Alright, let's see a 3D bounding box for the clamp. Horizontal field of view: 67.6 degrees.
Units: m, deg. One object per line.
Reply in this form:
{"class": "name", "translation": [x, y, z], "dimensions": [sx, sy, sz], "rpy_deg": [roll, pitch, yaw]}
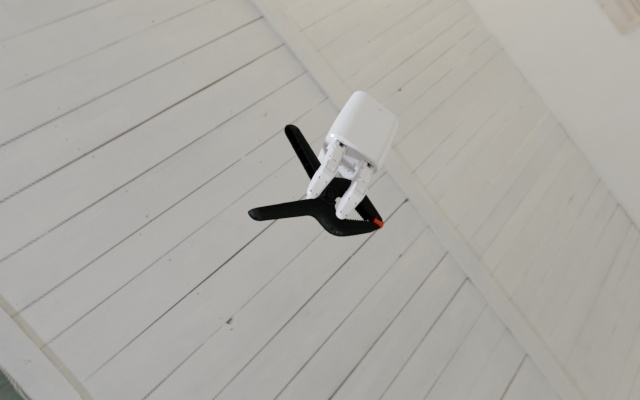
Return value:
{"class": "clamp", "translation": [0.000, 0.003, 0.722], "dimensions": [0.210, 0.164, 0.036], "rpy_deg": [35, -27, -14]}
